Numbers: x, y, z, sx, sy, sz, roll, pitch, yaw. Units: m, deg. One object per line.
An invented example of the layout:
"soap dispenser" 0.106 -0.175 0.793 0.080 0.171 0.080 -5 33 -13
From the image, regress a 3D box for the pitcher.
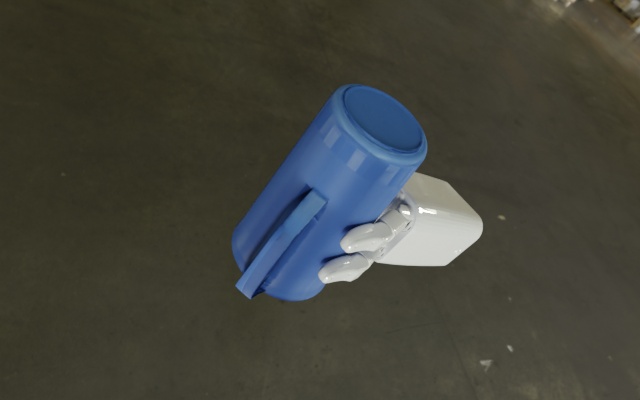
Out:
"pitcher" 0.000 0.002 0.516 0.145 0.149 0.243 10 -43 -28
